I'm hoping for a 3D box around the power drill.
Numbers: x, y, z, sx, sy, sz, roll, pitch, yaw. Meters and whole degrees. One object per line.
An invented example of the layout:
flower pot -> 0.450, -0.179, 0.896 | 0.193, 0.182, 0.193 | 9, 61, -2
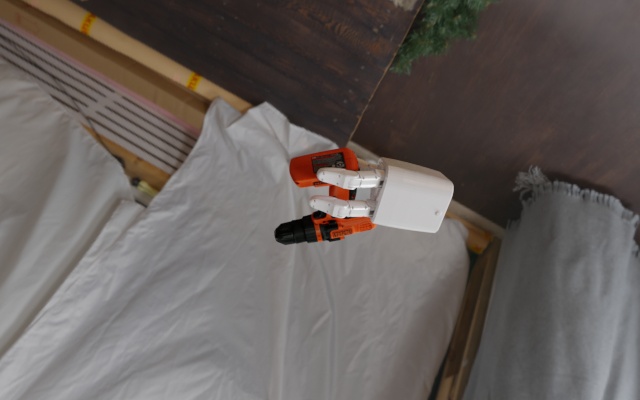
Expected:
power drill -> 0.000, 0.002, 0.795 | 0.184, 0.057, 0.188 | -13, -37, -1
